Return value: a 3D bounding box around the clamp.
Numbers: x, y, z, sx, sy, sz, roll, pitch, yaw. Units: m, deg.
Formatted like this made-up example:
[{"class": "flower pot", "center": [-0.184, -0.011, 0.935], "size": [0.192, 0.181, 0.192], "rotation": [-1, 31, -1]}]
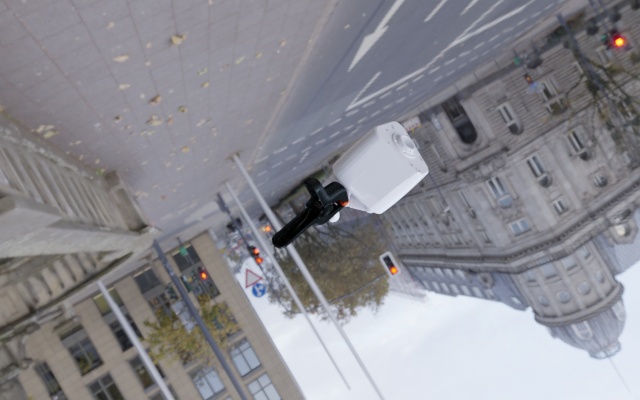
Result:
[{"class": "clamp", "center": [0.001, 0.003, 0.728], "size": [0.039, 0.120, 0.171], "rotation": [43, 34, 12]}]
